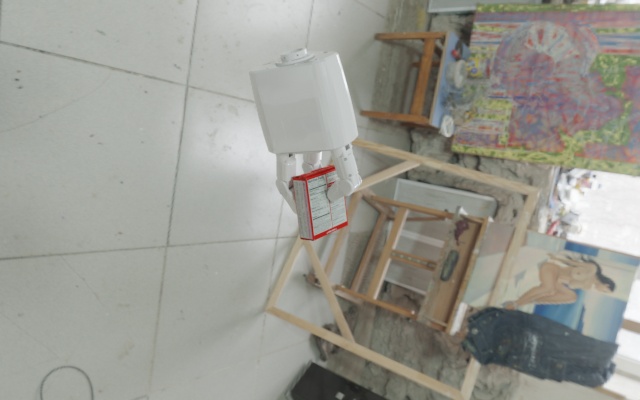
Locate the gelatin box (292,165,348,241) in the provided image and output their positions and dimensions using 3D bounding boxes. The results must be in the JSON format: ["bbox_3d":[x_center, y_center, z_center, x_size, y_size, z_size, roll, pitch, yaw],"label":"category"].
[{"bbox_3d":[0.000,0.003,0.654,0.030,0.089,0.073,5,19,43],"label":"gelatin box"}]
